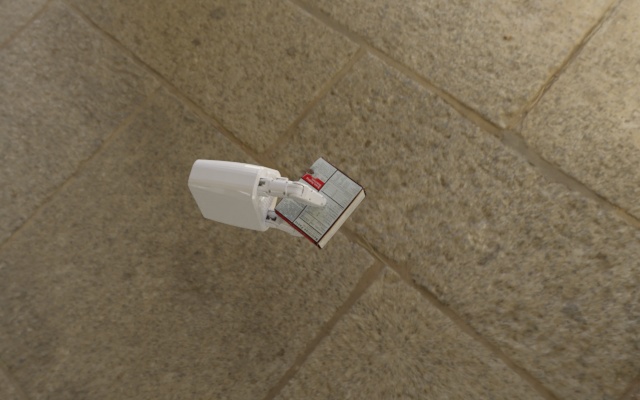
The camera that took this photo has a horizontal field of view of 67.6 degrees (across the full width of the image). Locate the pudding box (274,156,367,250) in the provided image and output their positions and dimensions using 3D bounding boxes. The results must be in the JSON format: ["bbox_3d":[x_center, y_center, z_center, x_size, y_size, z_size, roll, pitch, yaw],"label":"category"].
[{"bbox_3d":[0.000,0.002,0.718,0.090,0.113,0.039,38,-8,18],"label":"pudding box"}]
